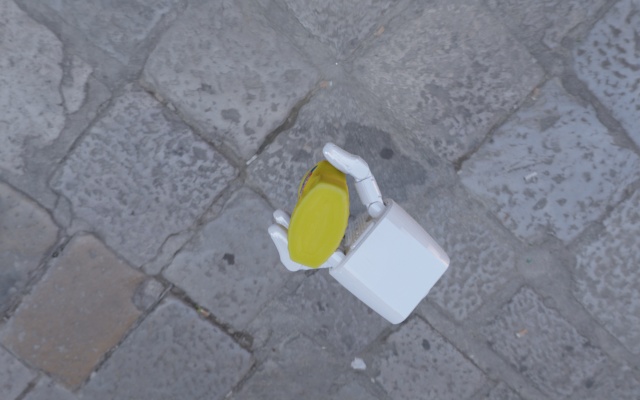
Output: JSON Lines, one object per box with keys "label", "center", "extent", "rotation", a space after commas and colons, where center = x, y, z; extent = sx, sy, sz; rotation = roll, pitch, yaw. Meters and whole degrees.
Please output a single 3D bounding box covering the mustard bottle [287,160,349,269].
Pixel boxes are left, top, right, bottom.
{"label": "mustard bottle", "center": [0.000, 0.002, 0.578], "extent": [0.058, 0.096, 0.191], "rotation": [18, 16, -3]}
